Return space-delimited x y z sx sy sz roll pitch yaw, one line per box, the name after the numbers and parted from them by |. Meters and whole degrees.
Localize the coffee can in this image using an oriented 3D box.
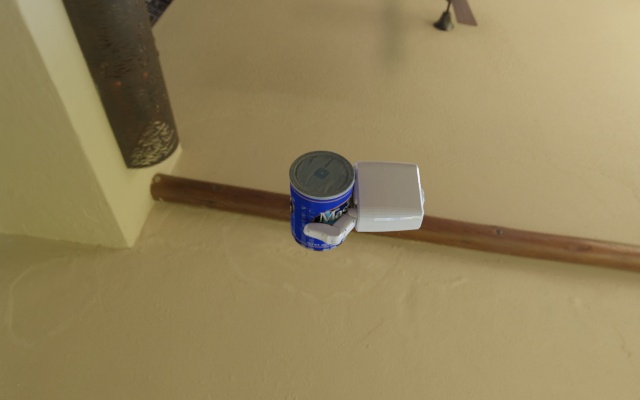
0.000 0.003 0.794 0.103 0.102 0.140 0 -41 -3 | coffee can
